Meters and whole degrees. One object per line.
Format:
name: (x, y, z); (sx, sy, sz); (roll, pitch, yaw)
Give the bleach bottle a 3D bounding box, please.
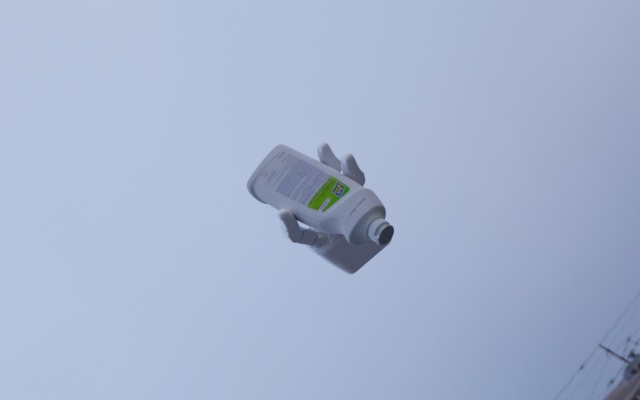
bleach bottle: (0.000, 0.002, 0.690); (0.250, 0.102, 0.068); (32, -7, 42)
